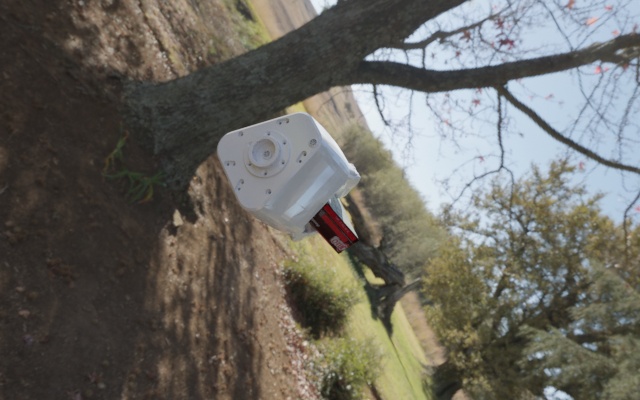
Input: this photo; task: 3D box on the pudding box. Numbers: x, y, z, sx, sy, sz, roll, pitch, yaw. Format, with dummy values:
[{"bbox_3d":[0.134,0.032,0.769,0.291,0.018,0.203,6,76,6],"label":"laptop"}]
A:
[{"bbox_3d":[0.000,0.002,0.621,0.039,0.113,0.090,-31,-49,9],"label":"pudding box"}]
